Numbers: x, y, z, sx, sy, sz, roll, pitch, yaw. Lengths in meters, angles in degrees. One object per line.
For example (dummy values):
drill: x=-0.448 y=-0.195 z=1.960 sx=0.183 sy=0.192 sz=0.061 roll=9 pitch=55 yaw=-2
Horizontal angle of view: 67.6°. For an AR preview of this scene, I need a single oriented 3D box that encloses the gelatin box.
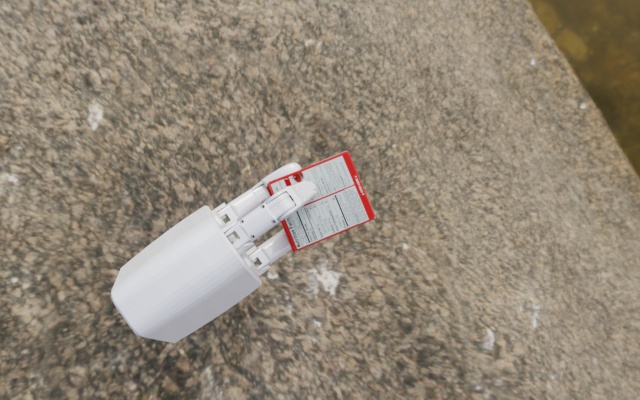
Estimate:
gelatin box: x=0.000 y=0.001 z=0.474 sx=0.089 sy=0.073 sz=0.030 roll=-22 pitch=-4 yaw=-5
